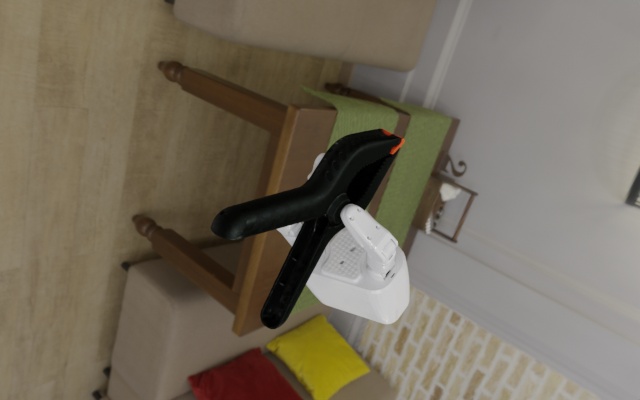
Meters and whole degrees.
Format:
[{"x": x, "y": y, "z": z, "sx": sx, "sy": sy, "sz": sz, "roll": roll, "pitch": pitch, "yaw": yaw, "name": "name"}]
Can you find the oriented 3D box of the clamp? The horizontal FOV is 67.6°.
[{"x": 0.001, "y": 0.001, "z": 0.410, "sx": 0.036, "sy": 0.210, "sz": 0.165, "roll": 31, "pitch": -20, "yaw": 28, "name": "clamp"}]
